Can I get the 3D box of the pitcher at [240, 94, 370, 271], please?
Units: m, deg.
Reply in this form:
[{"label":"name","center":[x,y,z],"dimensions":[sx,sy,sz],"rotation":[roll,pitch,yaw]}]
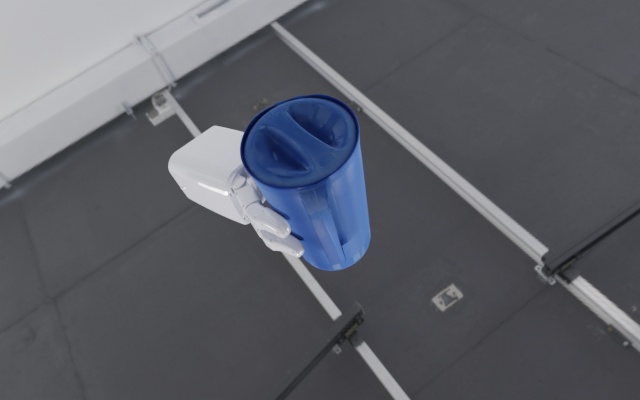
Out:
[{"label":"pitcher","center":[0.000,0.002,0.605],"dimensions":[0.145,0.149,0.243],"rotation":[21,-26,25]}]
